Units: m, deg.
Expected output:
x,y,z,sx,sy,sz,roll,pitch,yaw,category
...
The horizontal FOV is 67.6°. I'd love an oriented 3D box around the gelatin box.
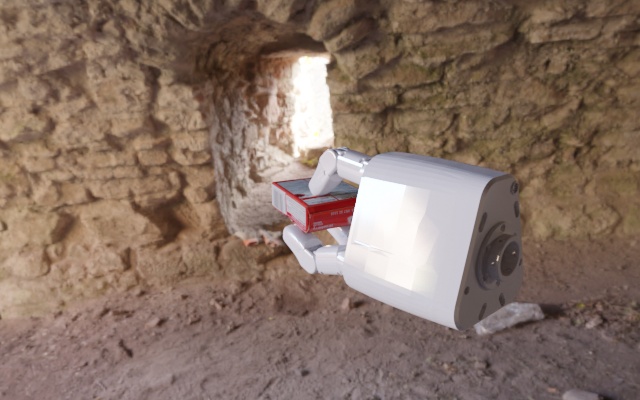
x,y,z,sx,sy,sz,roll,pitch,yaw,category
0.000,0.001,0.486,0.073,0.030,0.089,-9,21,-27,gelatin box
